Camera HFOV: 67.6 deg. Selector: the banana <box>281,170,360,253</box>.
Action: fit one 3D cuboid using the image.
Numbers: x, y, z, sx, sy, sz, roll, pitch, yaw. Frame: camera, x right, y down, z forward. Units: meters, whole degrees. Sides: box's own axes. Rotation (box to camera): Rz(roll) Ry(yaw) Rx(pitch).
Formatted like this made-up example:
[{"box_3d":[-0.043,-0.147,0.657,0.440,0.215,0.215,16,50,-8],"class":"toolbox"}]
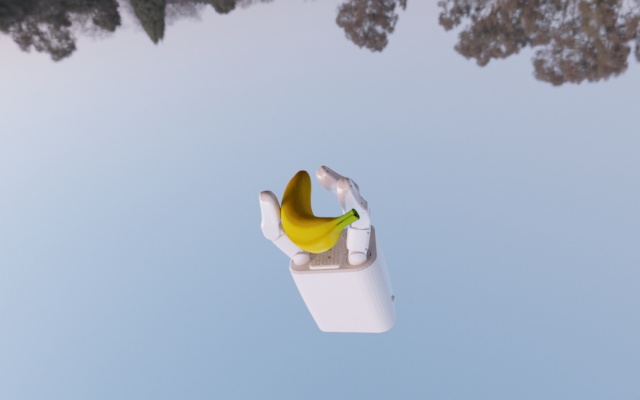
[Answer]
[{"box_3d":[-0.014,0.014,0.538,0.069,0.037,0.197,-38,24,-4],"class":"banana"}]
